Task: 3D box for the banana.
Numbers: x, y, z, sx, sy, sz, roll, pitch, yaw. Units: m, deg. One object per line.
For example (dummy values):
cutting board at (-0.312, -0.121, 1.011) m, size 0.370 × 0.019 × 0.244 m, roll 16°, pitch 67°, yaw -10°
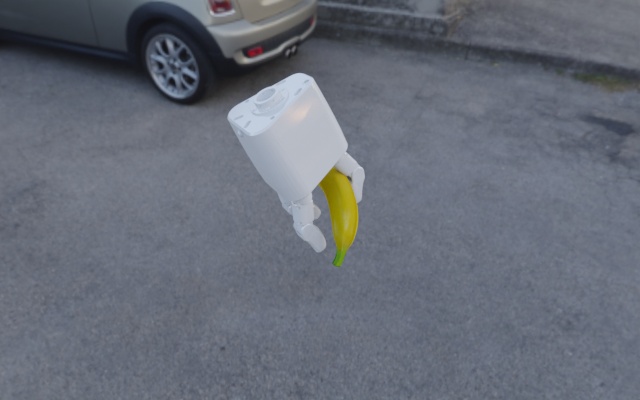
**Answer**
banana at (0.013, -0.007, 0.645) m, size 0.037 × 0.197 × 0.070 m, roll 29°, pitch -60°, yaw -35°
